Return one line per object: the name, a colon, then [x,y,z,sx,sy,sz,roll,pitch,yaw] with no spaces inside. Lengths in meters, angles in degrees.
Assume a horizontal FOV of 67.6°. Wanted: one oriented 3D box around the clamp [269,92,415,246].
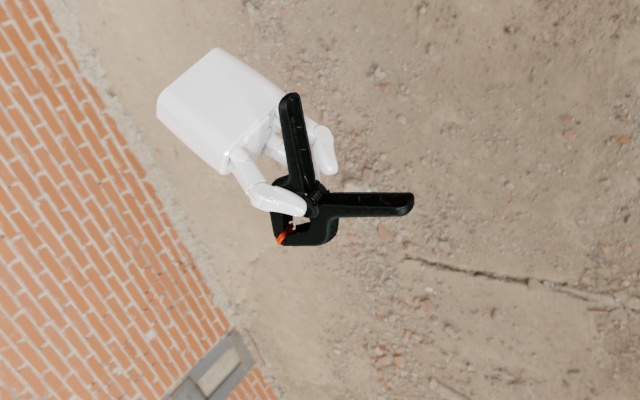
clamp: [-0.001,0.002,0.526,0.036,0.164,0.210,-46,-10,-38]
